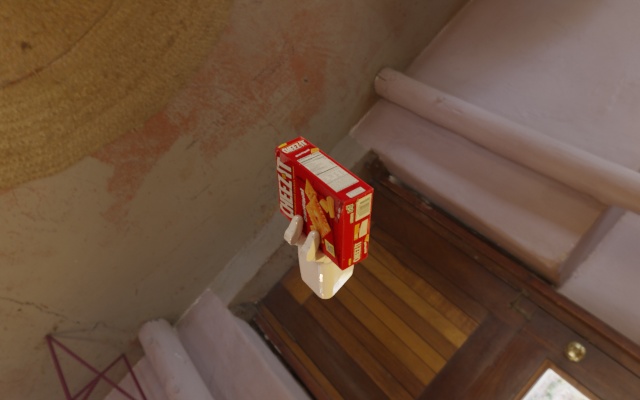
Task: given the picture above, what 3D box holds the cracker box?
[{"bbox_3d":[0.000,0.003,0.895,0.072,0.164,0.213,-25,45,-28],"label":"cracker box"}]
